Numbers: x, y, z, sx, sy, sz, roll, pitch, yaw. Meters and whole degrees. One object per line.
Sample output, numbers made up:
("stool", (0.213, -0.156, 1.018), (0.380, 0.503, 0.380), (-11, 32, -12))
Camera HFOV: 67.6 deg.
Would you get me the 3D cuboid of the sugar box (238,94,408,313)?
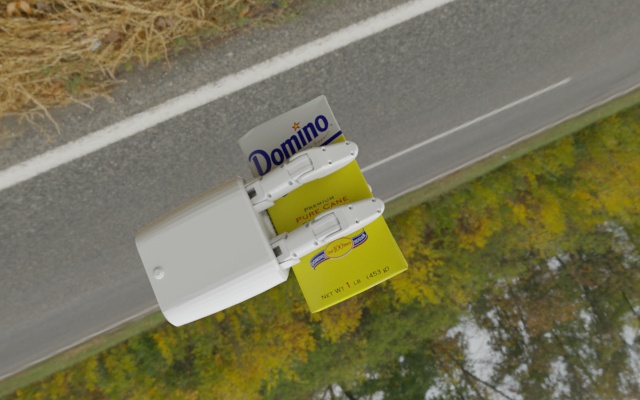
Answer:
("sugar box", (0.000, 0.002, 0.436), (0.093, 0.176, 0.048), (-26, -10, 3))
